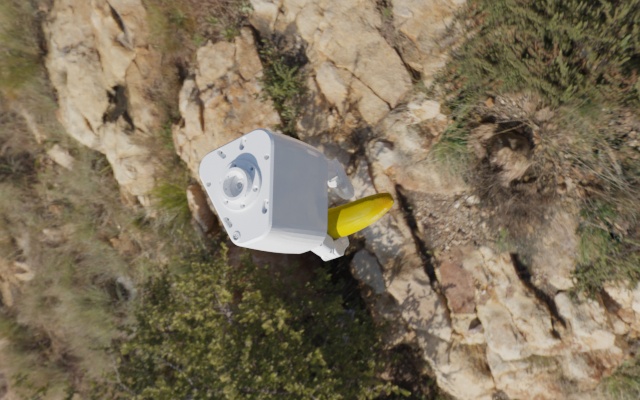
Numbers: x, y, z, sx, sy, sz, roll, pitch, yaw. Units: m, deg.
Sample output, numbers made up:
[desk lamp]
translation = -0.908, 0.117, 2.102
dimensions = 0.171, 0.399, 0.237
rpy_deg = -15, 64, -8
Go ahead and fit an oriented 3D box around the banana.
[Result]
[banana]
translation = -0.007, 0.019, 0.589
dimensions = 0.198, 0.069, 0.037
rpy_deg = 2, -20, 32
